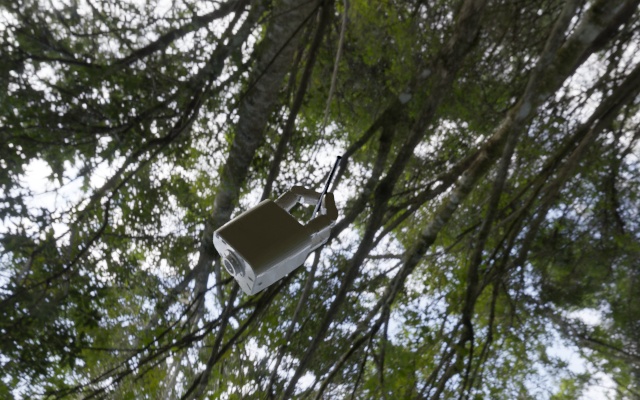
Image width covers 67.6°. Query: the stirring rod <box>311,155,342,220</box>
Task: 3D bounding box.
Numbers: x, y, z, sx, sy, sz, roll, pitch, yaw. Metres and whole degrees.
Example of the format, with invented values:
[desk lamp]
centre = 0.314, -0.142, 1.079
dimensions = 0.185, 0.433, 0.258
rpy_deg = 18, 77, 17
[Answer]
[stirring rod]
centre = 0.000, 0.003, 0.798
dimensions = 0.011, 0.011, 0.240
rpy_deg = 0, -33, -16
